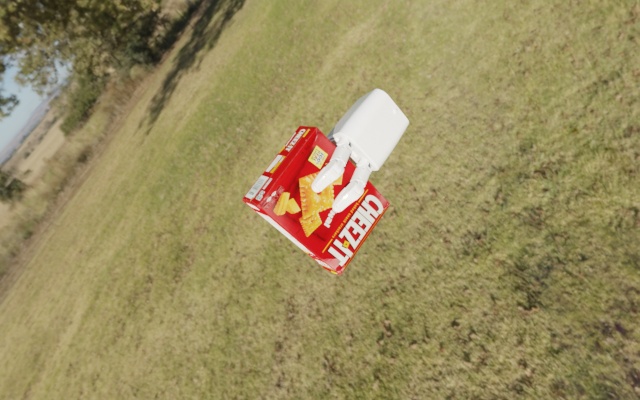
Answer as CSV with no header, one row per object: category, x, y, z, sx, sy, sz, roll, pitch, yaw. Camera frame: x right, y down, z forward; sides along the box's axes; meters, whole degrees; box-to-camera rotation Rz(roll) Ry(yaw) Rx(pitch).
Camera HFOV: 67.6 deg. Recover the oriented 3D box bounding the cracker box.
cracker box,0.000,0.003,0.823,0.214,0.164,0.072,43,-12,-29
